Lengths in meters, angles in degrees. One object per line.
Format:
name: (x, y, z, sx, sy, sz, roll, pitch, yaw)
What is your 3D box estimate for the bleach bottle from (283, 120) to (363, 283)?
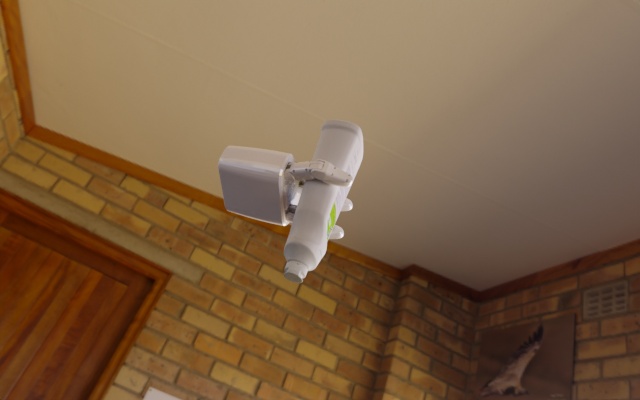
bleach bottle: (0.000, 0.002, 0.712, 0.068, 0.250, 0.103, 11, -34, 16)
